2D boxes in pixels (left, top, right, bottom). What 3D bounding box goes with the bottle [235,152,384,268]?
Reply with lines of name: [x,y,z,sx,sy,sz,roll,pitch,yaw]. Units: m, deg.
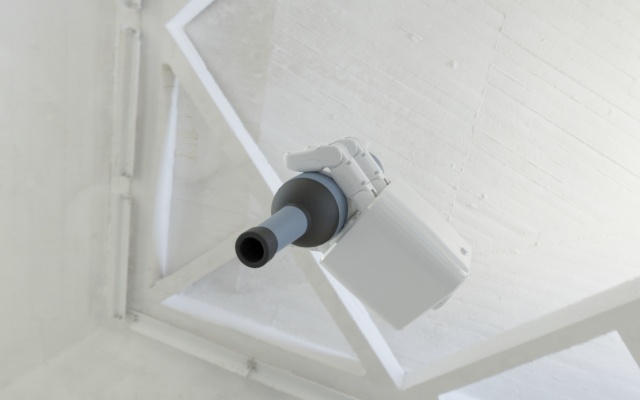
bottle: [0.000,0.001,0.467,0.069,0.069,0.295,0,13,20]
